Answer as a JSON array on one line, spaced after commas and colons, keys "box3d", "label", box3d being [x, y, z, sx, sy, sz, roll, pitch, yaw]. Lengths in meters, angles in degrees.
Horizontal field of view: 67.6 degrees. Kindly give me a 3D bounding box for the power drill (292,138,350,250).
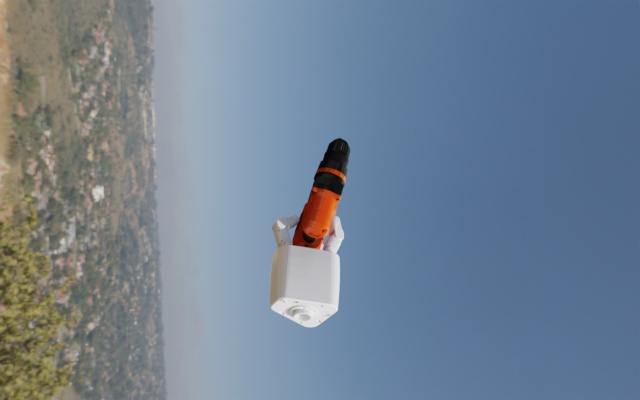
[{"box3d": [0.000, 0.003, 0.850, 0.057, 0.184, 0.188, 19, -27, 0], "label": "power drill"}]
